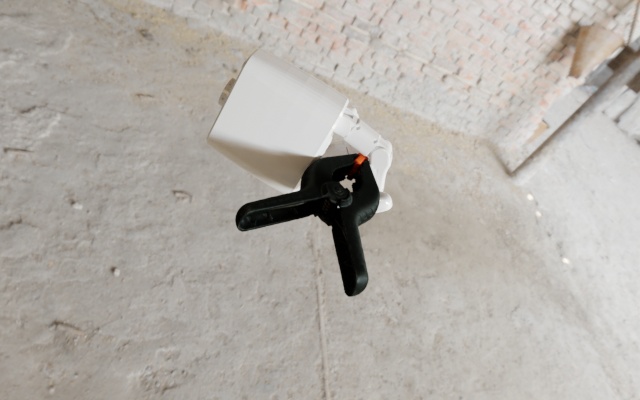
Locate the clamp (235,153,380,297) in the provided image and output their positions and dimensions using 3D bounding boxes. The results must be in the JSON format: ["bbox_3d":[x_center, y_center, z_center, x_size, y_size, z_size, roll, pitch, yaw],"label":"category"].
[{"bbox_3d":[0.000,0.001,0.439,0.120,0.039,0.171,30,37,-6],"label":"clamp"}]
